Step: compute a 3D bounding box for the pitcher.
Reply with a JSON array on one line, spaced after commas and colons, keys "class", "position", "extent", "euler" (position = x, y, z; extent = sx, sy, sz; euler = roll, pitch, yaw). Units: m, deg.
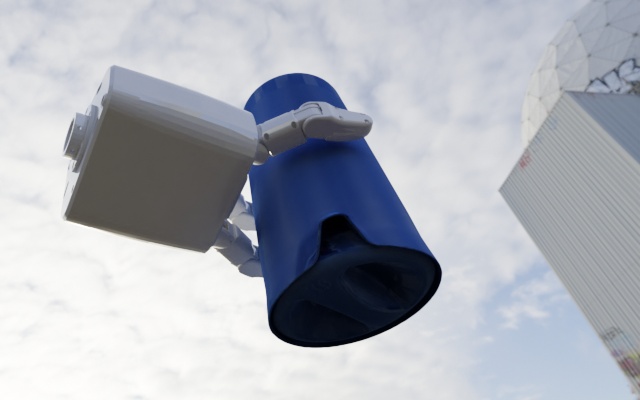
[{"class": "pitcher", "position": [0.000, 0.001, 0.433], "extent": [0.145, 0.242, 0.149], "euler": [15, -51, -33]}]
